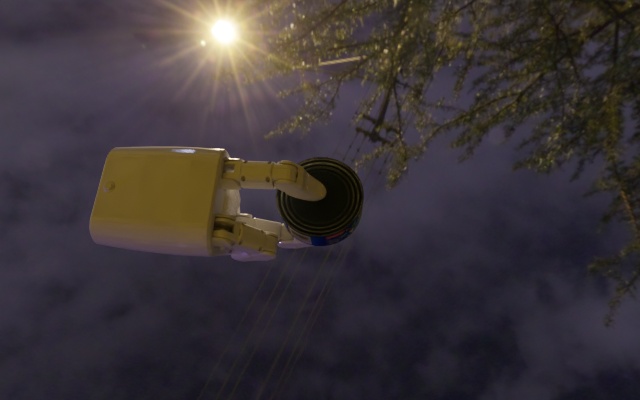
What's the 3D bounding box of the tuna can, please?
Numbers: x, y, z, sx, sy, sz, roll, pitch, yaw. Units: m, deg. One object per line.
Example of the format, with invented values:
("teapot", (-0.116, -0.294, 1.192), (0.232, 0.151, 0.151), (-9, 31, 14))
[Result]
("tuna can", (0.000, 0.002, 0.479), (0.086, 0.086, 0.034), (0, -25, 4))
